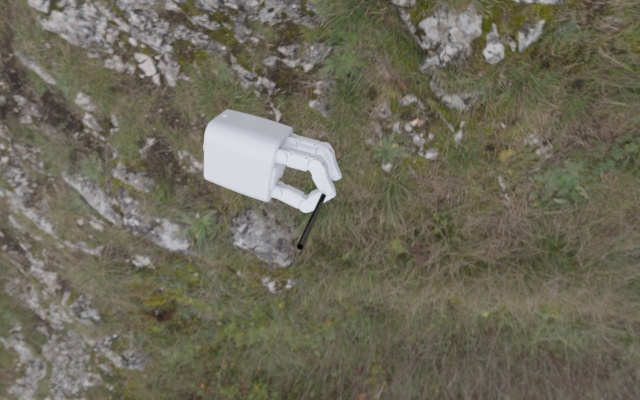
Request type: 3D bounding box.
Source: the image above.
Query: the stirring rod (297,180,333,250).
[{"bbox_3d":[0.000,0.002,0.660,0.011,0.011,0.239,0,26,13],"label":"stirring rod"}]
